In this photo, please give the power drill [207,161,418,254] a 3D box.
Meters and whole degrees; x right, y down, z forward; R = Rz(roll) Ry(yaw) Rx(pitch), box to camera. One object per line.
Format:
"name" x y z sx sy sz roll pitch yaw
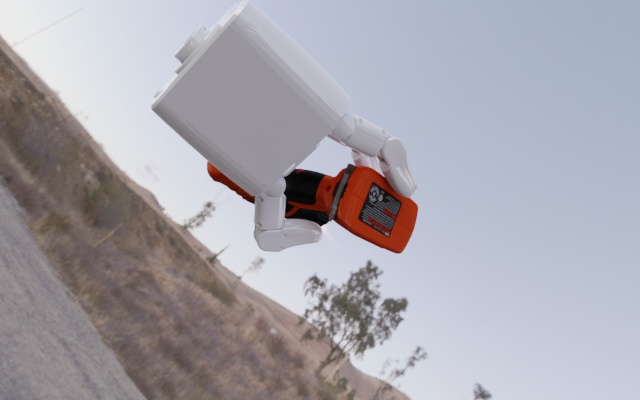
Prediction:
"power drill" 0.000 0.002 0.486 0.187 0.057 0.184 12 -11 42
